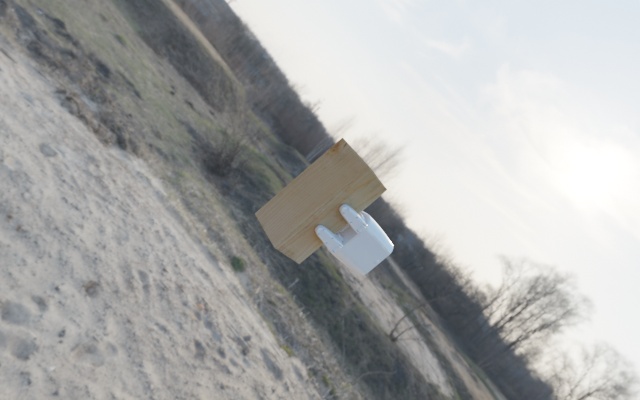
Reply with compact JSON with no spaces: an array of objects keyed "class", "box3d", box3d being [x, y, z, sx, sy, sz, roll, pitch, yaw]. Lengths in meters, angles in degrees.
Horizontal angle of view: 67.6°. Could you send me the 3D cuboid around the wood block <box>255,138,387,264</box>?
[{"class":"wood block","box3d":[0.000,0.003,0.841,0.090,0.206,0.090,43,8,-51]}]
